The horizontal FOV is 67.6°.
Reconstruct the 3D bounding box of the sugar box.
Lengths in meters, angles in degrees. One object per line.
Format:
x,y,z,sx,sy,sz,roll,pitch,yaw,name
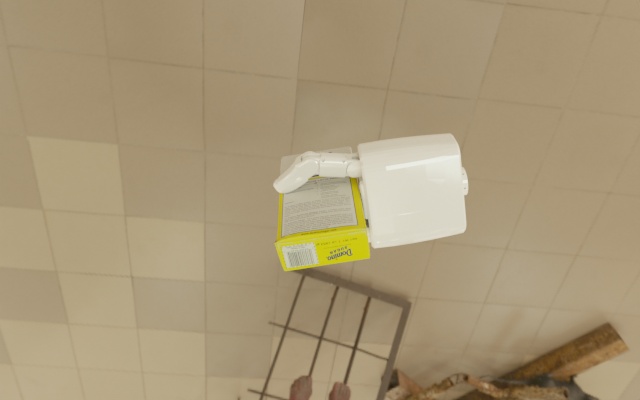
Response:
0.000,0.002,0.548,0.093,0.048,0.176,-8,32,4,sugar box
